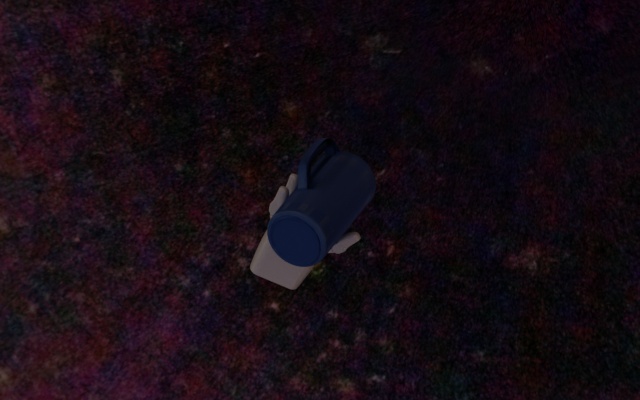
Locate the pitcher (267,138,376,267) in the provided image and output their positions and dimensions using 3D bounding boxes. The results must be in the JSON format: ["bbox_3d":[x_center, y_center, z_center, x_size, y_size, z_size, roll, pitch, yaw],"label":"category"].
[{"bbox_3d":[0.000,0.003,0.860,0.149,0.145,0.242,36,35,3],"label":"pitcher"}]
